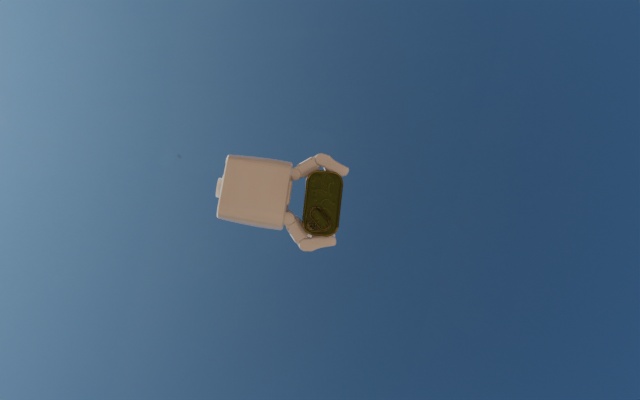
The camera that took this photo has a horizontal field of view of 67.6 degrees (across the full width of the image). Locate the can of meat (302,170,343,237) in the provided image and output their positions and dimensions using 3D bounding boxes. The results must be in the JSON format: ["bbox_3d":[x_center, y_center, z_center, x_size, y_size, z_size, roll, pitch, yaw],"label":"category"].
[{"bbox_3d":[0.000,0.002,0.775,0.057,0.102,0.084,5,2,-5],"label":"can of meat"}]
